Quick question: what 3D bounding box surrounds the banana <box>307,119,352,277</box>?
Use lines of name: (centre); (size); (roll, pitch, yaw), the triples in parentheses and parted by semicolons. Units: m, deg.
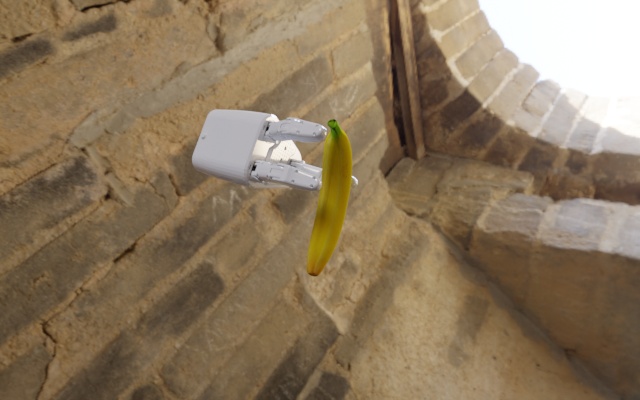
banana: (0.010, -0.004, 0.599); (0.037, 0.198, 0.069); (15, 17, 29)
